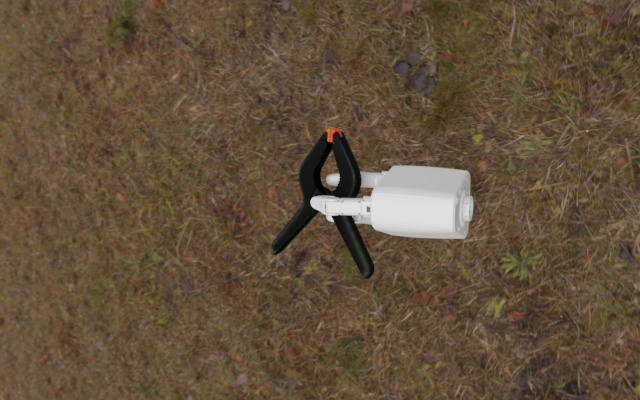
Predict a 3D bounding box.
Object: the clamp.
[{"bbox_3d":[0.000,0.002,0.690,0.164,0.210,0.036,3,9,24],"label":"clamp"}]
